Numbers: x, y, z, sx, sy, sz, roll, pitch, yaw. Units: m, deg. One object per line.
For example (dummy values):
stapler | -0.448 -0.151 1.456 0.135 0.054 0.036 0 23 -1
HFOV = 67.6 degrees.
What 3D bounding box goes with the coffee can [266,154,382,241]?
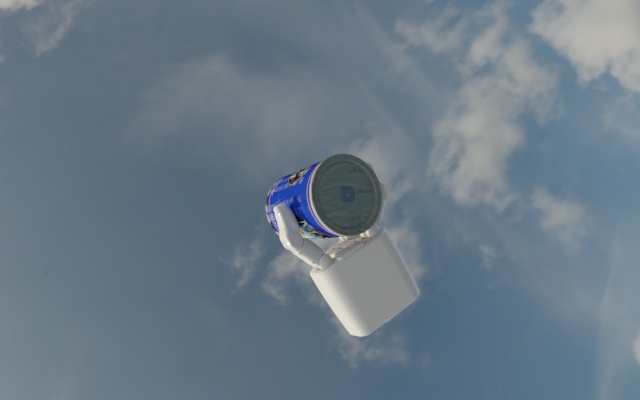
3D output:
coffee can | 0.000 0.002 0.644 0.103 0.103 0.140 0 -8 -30
